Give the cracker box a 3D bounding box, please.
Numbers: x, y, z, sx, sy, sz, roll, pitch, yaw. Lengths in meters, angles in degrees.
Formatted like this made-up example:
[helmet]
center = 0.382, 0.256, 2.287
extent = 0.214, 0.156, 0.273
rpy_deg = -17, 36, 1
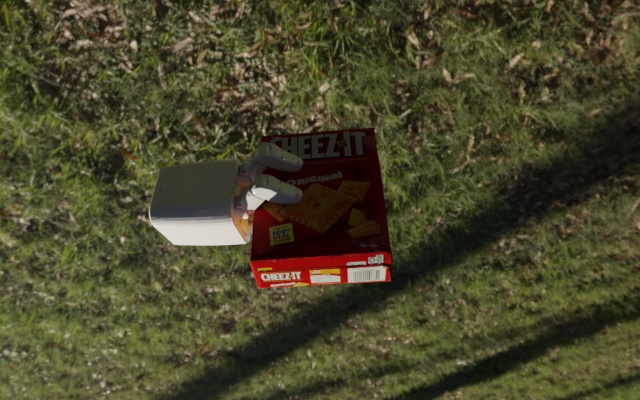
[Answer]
[cracker box]
center = 0.000, 0.002, 0.620
extent = 0.164, 0.213, 0.072
rpy_deg = -4, -40, 3
